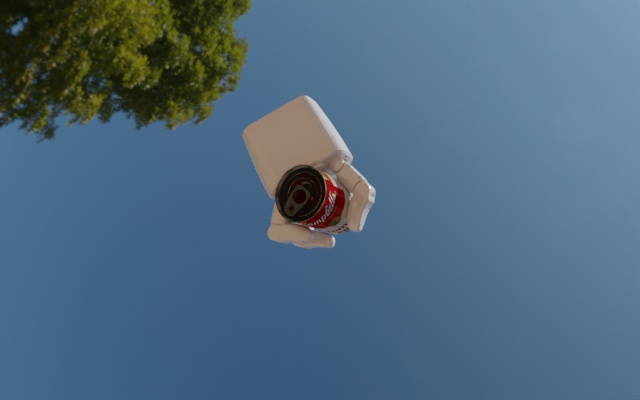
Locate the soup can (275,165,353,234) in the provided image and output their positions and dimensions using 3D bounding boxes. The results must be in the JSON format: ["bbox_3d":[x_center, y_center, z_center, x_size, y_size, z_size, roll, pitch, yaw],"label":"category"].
[{"bbox_3d":[0.001,0.002,0.586,0.068,0.068,0.102,0,-12,29],"label":"soup can"}]
